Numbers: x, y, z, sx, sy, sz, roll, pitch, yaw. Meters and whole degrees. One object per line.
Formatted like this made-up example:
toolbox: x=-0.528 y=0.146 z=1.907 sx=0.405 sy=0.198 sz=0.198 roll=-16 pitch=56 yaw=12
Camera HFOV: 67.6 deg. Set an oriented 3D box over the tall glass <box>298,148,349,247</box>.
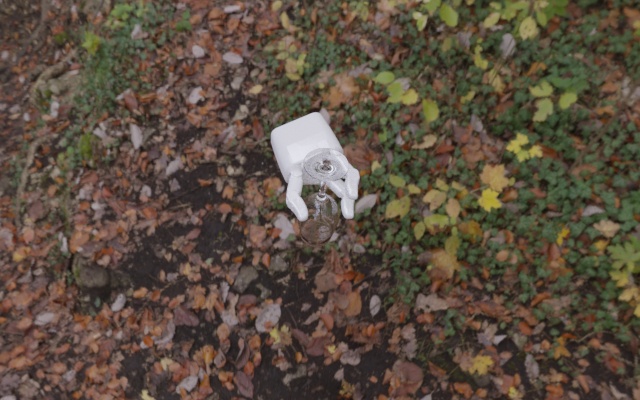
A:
tall glass: x=0.000 y=0.002 z=0.849 sx=0.079 sy=0.079 sz=0.201 roll=0 pitch=-39 yaw=-7
